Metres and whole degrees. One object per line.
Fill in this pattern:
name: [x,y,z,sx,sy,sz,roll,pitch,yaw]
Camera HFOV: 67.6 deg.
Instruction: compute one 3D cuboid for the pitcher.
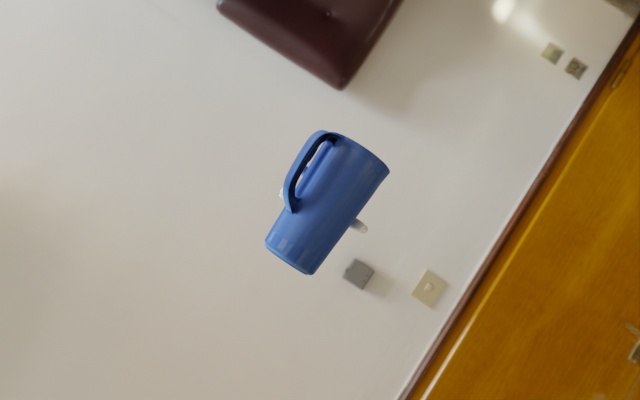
pitcher: [0.000,0.003,0.853,0.149,0.243,0.145,34,-5,2]
